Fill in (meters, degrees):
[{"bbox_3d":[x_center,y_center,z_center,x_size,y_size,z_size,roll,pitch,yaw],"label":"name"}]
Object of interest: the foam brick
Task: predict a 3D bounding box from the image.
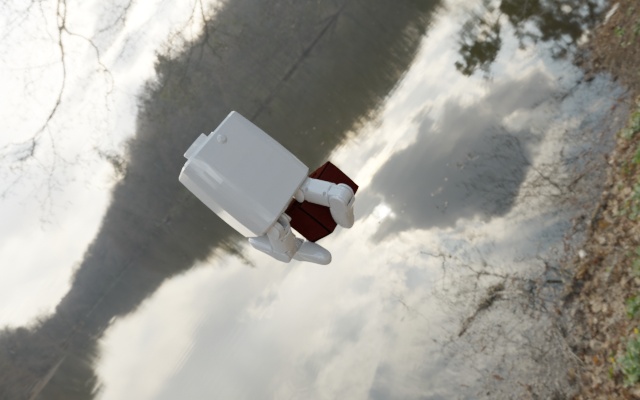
[{"bbox_3d":[0.000,0.002,0.570,0.051,0.078,0.053,39,-32,-11],"label":"foam brick"}]
